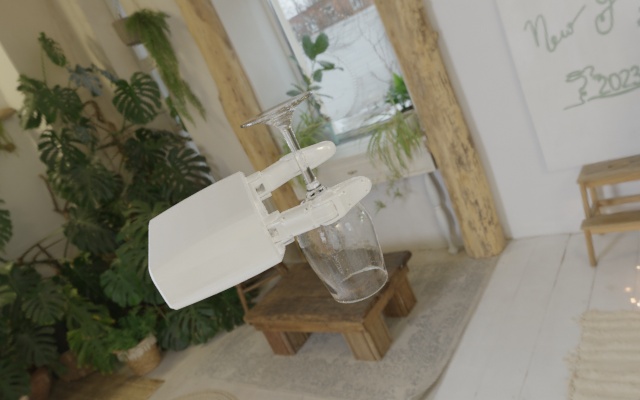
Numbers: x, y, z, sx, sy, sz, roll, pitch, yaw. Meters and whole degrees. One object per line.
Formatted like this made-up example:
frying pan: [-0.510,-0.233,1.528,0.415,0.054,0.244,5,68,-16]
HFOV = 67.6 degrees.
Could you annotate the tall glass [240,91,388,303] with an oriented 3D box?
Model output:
tall glass: [0.000,0.001,0.467,0.079,0.201,0.079,-24,16,7]
